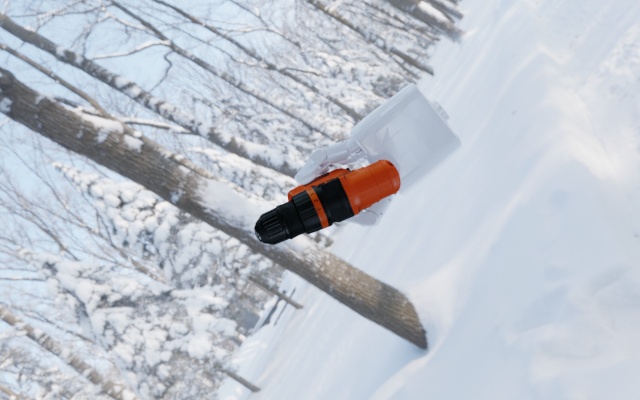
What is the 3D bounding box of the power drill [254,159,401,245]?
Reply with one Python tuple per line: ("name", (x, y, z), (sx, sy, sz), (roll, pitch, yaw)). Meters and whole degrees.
("power drill", (0.000, 0.002, 0.634), (0.184, 0.057, 0.187), (-22, 6, -6))
